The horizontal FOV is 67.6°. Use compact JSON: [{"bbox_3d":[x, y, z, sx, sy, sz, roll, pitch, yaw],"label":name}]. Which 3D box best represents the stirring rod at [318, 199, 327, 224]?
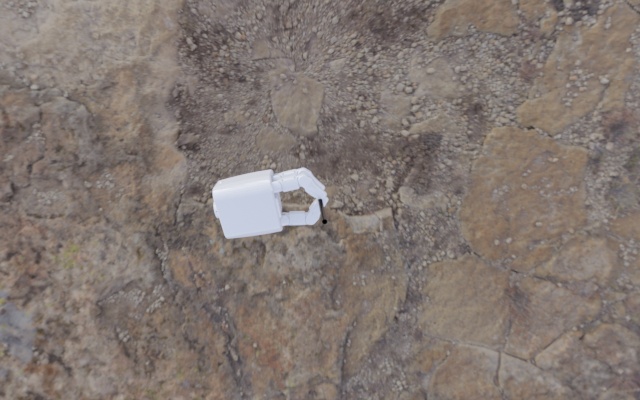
[{"bbox_3d":[0.000,0.003,0.840,0.011,0.011,0.239,0,14,-3],"label":"stirring rod"}]
